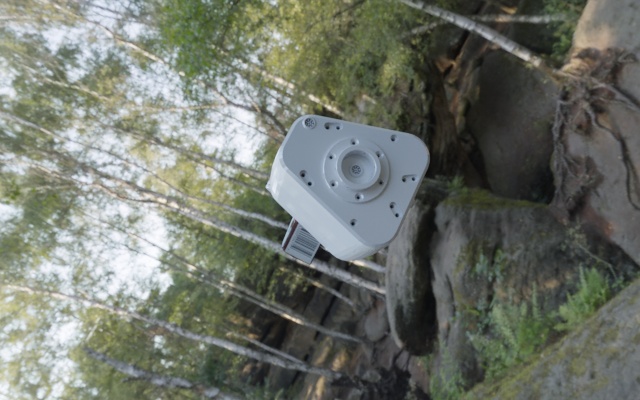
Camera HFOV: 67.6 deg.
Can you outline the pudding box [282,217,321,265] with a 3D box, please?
[{"bbox_3d":[0.000,0.002,0.530,0.039,0.113,0.090,27,16,-4],"label":"pudding box"}]
